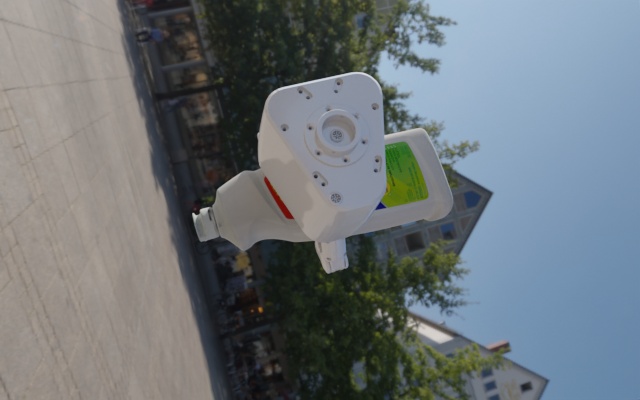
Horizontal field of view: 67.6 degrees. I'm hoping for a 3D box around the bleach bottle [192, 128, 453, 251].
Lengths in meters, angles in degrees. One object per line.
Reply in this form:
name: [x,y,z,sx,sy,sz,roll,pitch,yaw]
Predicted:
bleach bottle: [0.000,0.002,0.488,0.251,0.102,0.068,-15,-12,-12]
